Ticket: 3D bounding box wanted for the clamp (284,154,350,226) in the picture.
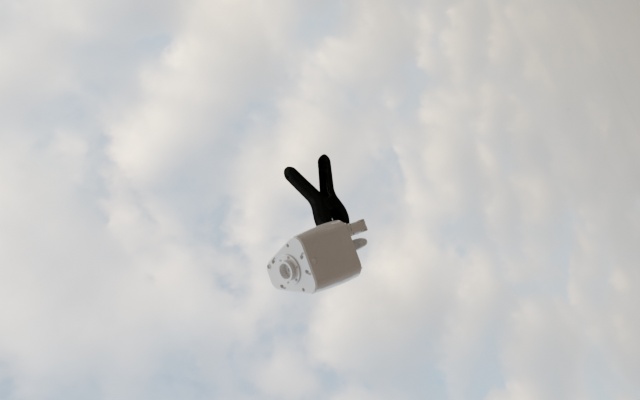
[{"bbox_3d":[0.000,0.003,0.830,0.120,0.171,0.039,-14,-11,-45],"label":"clamp"}]
